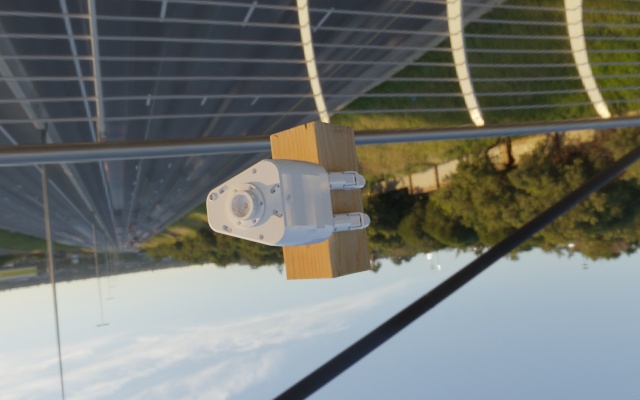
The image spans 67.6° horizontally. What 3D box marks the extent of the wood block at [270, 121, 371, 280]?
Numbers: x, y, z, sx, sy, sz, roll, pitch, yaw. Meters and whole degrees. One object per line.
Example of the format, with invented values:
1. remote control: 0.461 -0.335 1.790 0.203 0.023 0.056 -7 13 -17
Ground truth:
1. wood block: 0.000 0.002 0.678 0.091 0.206 0.090 -10 -5 39
